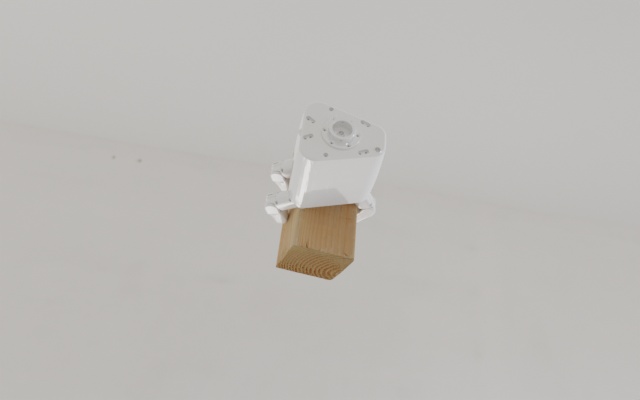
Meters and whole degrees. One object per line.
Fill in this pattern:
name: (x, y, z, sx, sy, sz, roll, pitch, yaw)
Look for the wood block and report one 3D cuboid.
wood block: (0.001, 0.002, 0.722, 0.091, 0.206, 0.090, 16, -32, -15)
